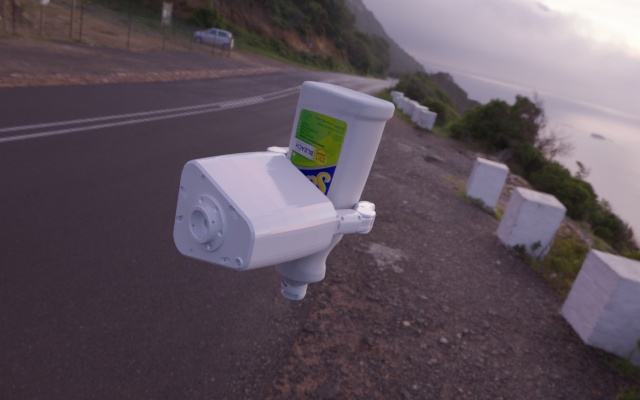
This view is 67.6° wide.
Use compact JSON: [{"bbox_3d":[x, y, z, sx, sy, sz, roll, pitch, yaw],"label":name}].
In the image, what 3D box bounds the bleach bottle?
[{"bbox_3d":[0.000,0.002,0.538,0.102,0.251,0.068,27,23,35],"label":"bleach bottle"}]
